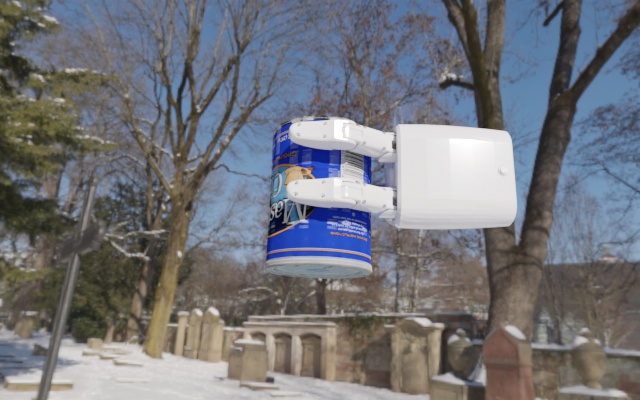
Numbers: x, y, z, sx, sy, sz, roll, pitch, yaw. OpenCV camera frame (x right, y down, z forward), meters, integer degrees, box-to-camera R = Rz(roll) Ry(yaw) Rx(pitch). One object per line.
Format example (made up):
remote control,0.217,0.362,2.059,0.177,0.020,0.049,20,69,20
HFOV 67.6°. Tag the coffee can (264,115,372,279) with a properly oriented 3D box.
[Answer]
coffee can,0.000,0.002,0.475,0.103,0.140,0.103,2,-16,1
